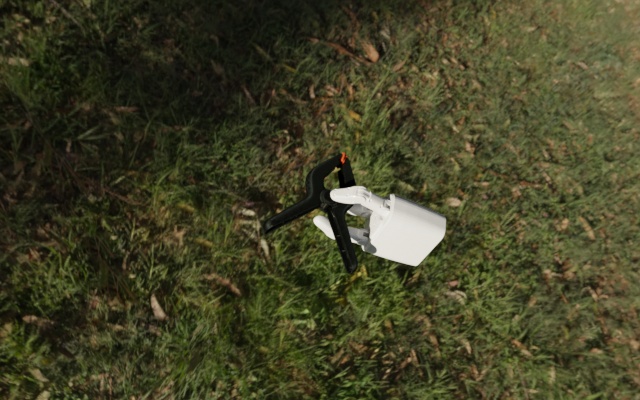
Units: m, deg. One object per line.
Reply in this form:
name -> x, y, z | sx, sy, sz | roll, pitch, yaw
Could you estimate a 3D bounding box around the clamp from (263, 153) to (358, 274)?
clamp -> 0.001, 0.002, 0.793 | 0.164, 0.209, 0.036 | 21, -32, -15
